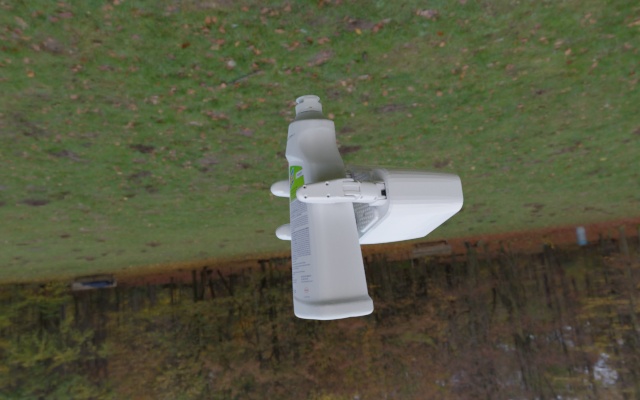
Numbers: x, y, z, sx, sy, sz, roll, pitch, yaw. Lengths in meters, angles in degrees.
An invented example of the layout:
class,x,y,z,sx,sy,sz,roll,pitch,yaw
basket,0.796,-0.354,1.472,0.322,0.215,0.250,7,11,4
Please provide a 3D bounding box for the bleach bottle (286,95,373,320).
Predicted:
class,x,y,z,sx,sy,sz,roll,pitch,yaw
bleach bottle,0.000,0.002,0.538,0.068,0.250,0.102,-1,-10,-25
